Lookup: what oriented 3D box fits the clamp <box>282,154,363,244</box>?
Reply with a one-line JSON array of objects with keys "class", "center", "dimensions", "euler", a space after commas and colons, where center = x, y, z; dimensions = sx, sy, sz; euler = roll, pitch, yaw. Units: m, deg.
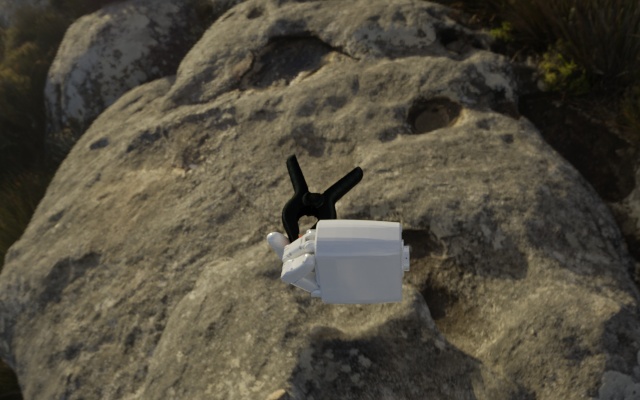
[{"class": "clamp", "center": [0.000, 0.002, 0.700], "dimensions": [0.120, 0.171, 0.039], "euler": [1, -34, 8]}]
